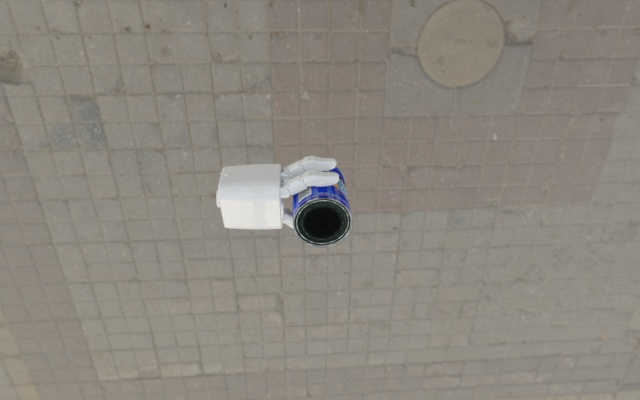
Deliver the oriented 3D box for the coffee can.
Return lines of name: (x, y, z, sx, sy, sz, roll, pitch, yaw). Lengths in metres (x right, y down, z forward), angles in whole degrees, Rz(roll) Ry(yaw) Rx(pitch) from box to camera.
coffee can: (0.000, 0.003, 0.871, 0.103, 0.103, 0.140, 0, 31, -4)
